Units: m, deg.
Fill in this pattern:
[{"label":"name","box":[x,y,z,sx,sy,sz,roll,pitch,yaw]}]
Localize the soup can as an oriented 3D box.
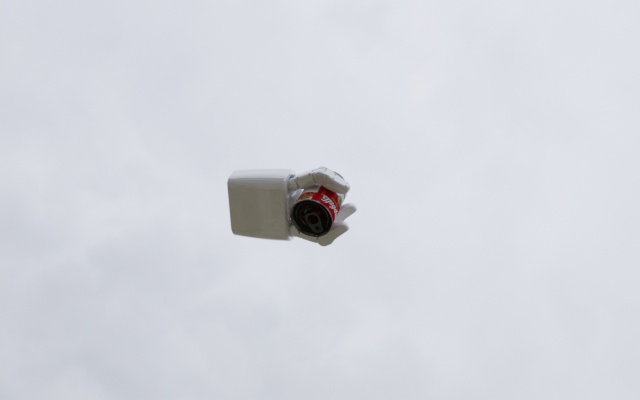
[{"label":"soup can","box":[0.001,0.002,0.768,0.068,0.068,0.102,0,31,20]}]
